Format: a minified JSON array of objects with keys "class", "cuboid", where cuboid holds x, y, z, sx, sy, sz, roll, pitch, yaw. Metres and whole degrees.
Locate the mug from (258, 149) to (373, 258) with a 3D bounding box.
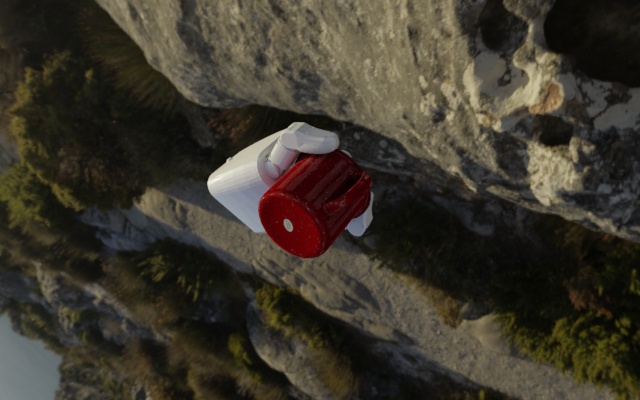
[{"class":"mug","cuboid":[0.001,0.001,0.470,0.117,0.093,0.081,-15,24,44]}]
